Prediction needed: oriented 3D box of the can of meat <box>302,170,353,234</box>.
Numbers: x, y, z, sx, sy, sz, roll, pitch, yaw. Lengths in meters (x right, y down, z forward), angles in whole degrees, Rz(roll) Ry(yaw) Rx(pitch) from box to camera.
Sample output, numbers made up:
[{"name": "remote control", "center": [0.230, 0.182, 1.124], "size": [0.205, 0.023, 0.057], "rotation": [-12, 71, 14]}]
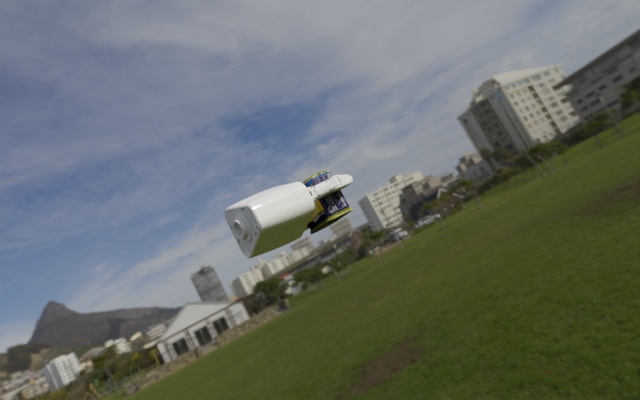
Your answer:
[{"name": "can of meat", "center": [0.000, 0.002, 0.850], "size": [0.057, 0.084, 0.102], "rotation": [-24, -8, -31]}]
